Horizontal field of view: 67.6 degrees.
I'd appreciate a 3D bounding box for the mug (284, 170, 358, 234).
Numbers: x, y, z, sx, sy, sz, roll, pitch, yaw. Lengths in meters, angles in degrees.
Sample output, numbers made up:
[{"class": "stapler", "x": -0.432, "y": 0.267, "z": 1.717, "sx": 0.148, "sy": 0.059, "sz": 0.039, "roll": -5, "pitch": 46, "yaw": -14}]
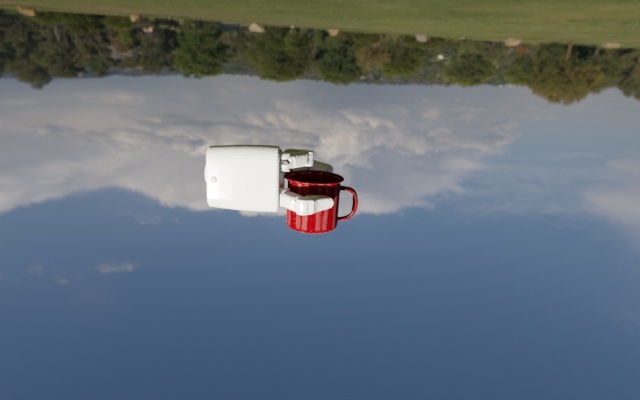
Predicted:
[{"class": "mug", "x": 0.002, "y": 0.003, "z": 0.750, "sx": 0.117, "sy": 0.081, "sz": 0.093, "roll": 4, "pitch": 16, "yaw": 1}]
